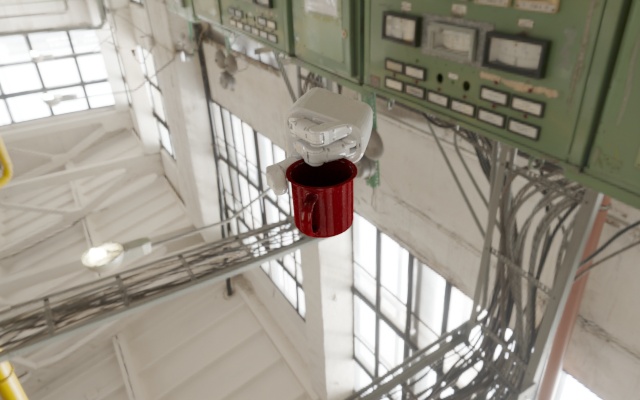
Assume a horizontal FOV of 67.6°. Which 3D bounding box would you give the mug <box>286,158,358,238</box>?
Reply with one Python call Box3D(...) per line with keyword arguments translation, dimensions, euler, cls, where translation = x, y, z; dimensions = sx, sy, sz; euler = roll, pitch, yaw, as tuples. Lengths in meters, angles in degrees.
Box3D(translation=(0.000, 0.003, 0.625), dimensions=(0.093, 0.081, 0.117), euler=(5, 32, 14), cls="mug")
